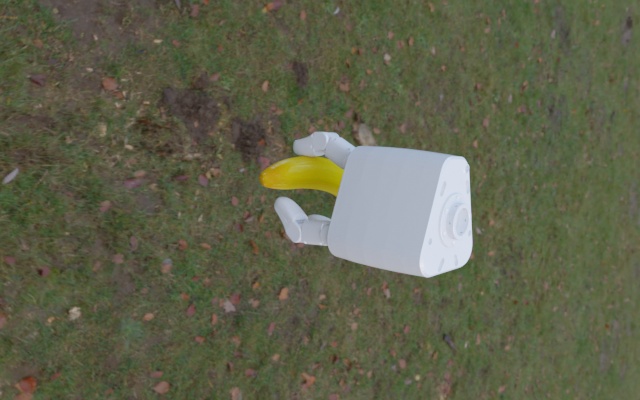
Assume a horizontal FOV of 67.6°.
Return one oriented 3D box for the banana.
[{"bbox_3d":[0.009,-0.014,0.570,0.037,0.069,0.198,16,-11,42],"label":"banana"}]
